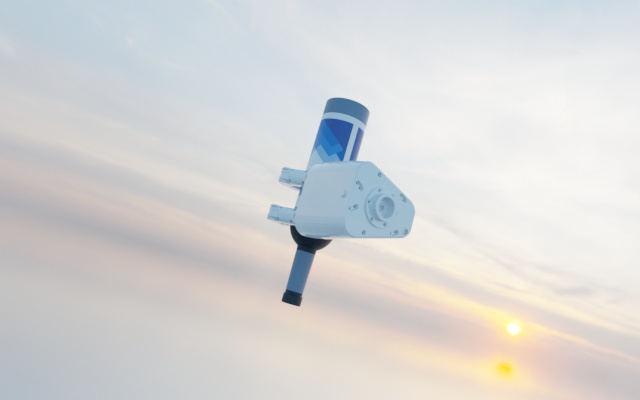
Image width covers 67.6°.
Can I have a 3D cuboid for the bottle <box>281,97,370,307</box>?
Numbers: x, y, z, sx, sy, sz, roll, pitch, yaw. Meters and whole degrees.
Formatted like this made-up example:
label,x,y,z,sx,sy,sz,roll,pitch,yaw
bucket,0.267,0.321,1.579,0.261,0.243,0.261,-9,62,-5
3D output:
label,x,y,z,sx,sy,sz,roll,pitch,yaw
bottle,0.000,0.002,0.676,0.069,0.295,0.069,16,-10,3
